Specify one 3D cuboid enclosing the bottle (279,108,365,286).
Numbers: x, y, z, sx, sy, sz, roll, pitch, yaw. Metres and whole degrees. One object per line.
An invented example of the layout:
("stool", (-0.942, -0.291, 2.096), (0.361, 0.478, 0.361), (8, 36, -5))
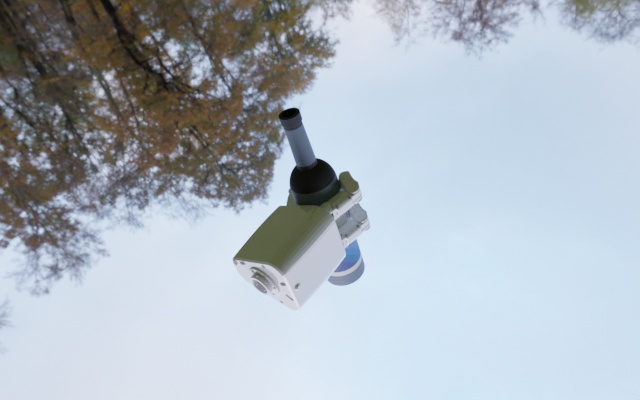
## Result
("bottle", (0.000, 0.002, 0.676), (0.069, 0.296, 0.069), (-12, 39, 10))
